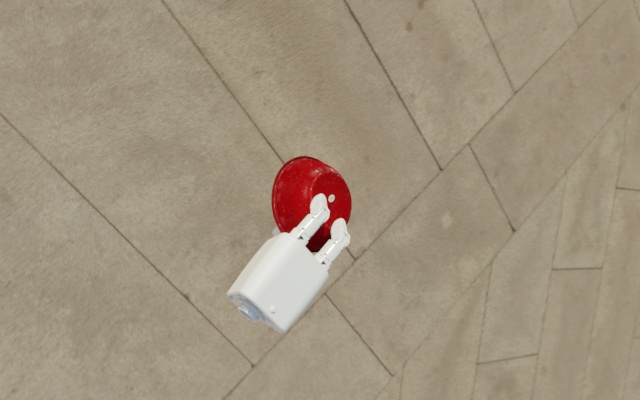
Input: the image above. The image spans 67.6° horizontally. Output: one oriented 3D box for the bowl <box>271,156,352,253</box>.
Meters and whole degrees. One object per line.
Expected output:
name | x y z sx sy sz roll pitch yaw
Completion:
bowl | 0.001 0.001 0.774 0.162 0.162 0.055 0 -7 -43
